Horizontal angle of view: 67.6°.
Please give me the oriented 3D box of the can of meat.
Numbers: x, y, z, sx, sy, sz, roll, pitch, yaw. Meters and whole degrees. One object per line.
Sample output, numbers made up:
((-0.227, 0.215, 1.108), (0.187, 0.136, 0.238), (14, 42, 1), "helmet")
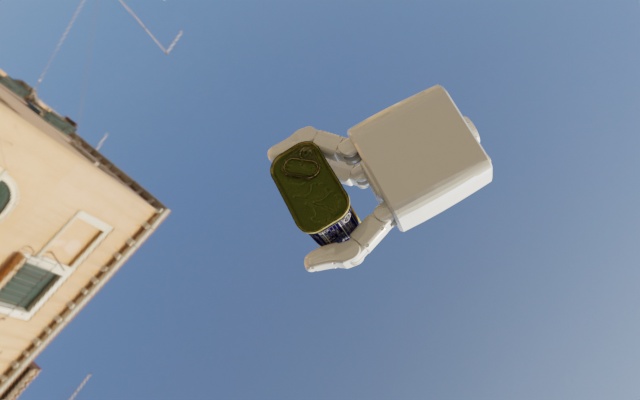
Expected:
((0.000, 0.002, 0.503), (0.057, 0.102, 0.084), (-32, -31, 3), "can of meat")
